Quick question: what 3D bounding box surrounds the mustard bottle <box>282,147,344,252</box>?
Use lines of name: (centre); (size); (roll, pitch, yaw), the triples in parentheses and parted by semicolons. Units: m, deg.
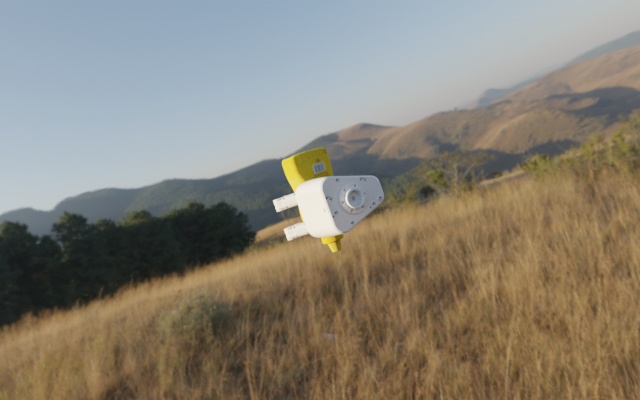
mustard bottle: (0.000, 0.003, 0.881); (0.058, 0.191, 0.096); (-17, 4, 42)
